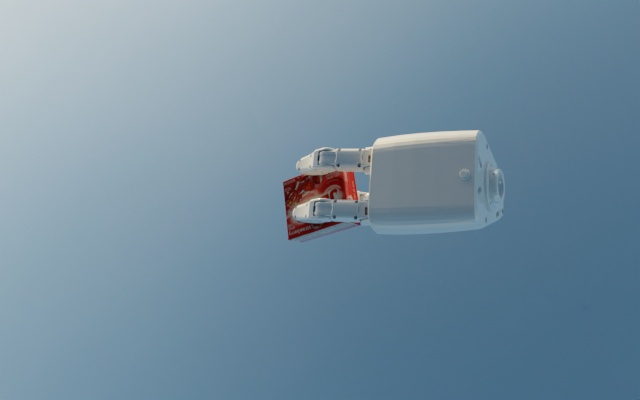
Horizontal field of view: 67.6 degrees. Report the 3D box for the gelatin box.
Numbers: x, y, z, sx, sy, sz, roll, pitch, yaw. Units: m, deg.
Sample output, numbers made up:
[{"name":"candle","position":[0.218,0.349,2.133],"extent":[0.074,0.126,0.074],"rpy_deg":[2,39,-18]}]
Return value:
[{"name":"gelatin box","position":[0.000,0.002,0.547],"extent":[0.089,0.073,0.030],"rpy_deg":[-19,-22,33]}]
